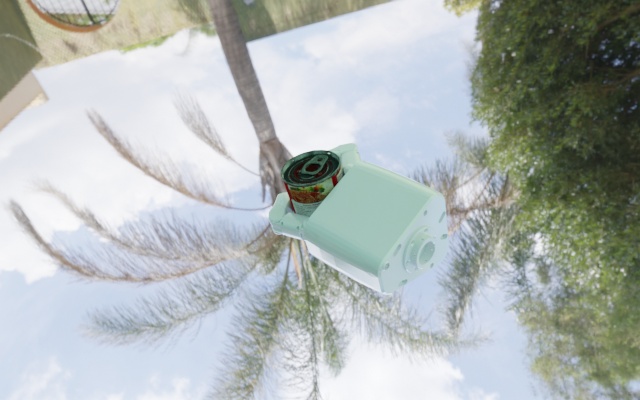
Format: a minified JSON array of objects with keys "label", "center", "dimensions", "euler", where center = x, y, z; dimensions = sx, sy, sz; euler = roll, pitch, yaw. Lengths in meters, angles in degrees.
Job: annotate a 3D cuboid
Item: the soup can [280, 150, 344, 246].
[{"label":"soup can","center":[0.000,0.002,0.555],"dimensions":[0.068,0.102,0.068],"euler":[-10,36,8]}]
